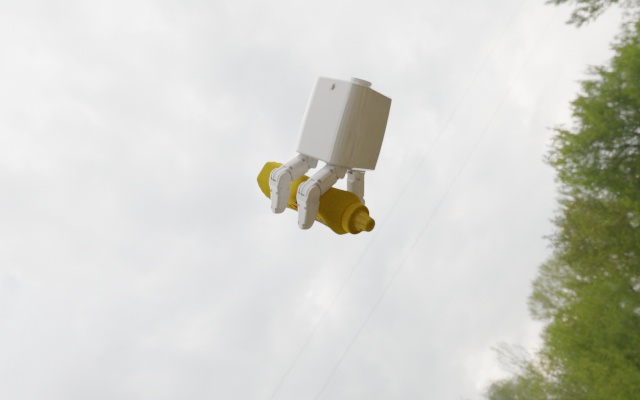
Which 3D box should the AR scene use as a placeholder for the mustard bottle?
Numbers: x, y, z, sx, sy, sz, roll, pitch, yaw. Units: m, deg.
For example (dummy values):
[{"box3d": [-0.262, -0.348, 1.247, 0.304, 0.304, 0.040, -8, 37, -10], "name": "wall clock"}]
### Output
[{"box3d": [0.000, 0.002, 0.661, 0.191, 0.058, 0.096, 24, -11, 43], "name": "mustard bottle"}]
